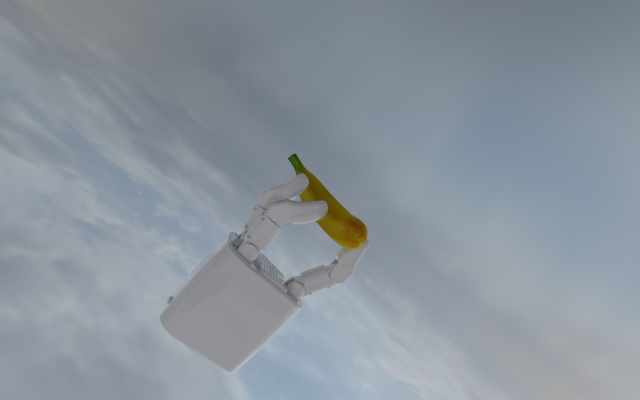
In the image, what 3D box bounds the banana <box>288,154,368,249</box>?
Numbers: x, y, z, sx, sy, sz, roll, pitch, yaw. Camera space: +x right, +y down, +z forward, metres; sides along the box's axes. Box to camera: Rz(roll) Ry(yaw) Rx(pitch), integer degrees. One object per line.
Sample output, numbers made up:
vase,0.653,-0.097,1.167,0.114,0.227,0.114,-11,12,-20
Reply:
banana,0.009,0.012,0.540,0.070,0.037,0.197,50,-2,-35
